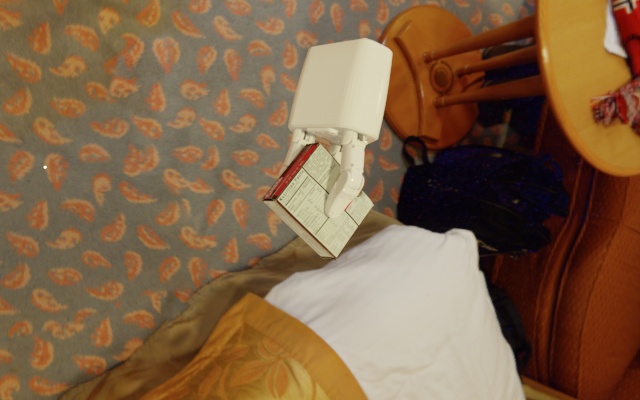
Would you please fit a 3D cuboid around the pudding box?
[{"bbox_3d":[0.000,0.002,0.563,0.113,0.090,0.039,46,-21,-23],"label":"pudding box"}]
